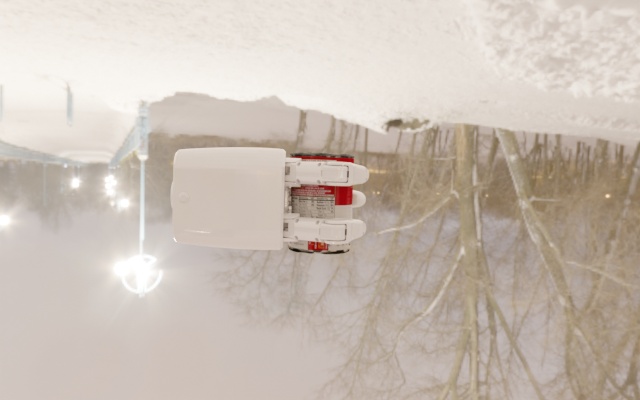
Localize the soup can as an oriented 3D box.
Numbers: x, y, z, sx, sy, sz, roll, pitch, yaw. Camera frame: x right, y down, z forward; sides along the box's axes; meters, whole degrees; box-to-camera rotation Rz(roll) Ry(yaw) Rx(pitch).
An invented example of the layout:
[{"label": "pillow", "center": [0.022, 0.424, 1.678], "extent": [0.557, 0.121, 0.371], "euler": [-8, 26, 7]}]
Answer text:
[{"label": "soup can", "center": [0.001, 0.002, 0.504], "extent": [0.068, 0.102, 0.068], "euler": [2, 3, 0]}]
